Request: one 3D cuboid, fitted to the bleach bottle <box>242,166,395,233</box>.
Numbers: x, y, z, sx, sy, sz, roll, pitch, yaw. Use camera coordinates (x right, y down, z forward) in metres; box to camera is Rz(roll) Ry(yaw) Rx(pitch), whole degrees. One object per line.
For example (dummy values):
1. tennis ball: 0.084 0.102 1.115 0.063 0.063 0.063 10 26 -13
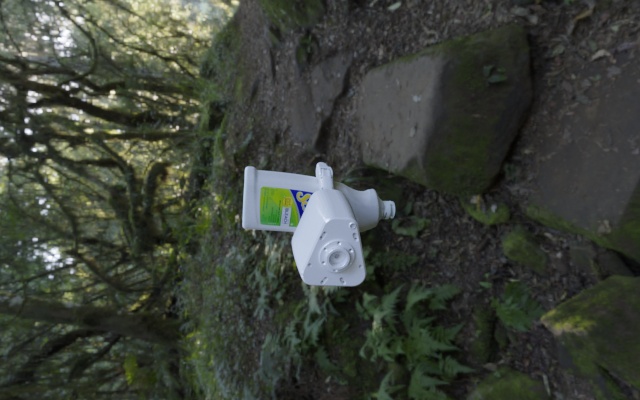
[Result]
1. bleach bottle: 0.000 0.003 0.788 0.251 0.103 0.068 3 20 -10
